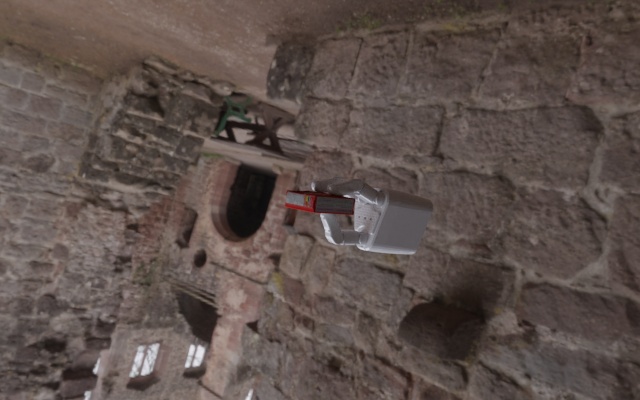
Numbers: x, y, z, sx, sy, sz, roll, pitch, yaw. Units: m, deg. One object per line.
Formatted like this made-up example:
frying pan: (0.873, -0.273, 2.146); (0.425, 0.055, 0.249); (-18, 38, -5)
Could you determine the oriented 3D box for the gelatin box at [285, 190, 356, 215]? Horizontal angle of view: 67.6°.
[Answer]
gelatin box: (0.000, 0.003, 0.766); (0.089, 0.030, 0.073); (3, 5, -42)
